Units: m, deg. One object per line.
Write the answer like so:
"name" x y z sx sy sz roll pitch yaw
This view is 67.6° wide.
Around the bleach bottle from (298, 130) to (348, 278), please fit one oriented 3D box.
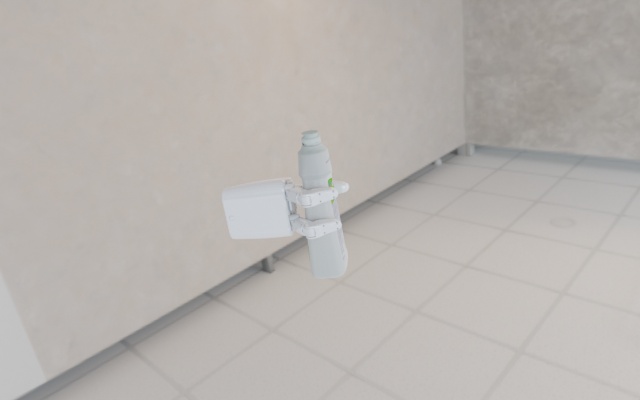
"bleach bottle" 0.000 0.003 0.820 0.068 0.251 0.102 -6 21 6
